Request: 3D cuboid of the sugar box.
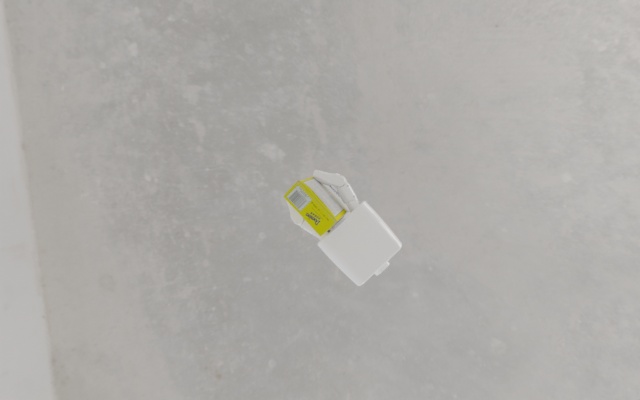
[{"bbox_3d":[0.000,0.003,0.855,0.048,0.093,0.176,-43,-4,11],"label":"sugar box"}]
